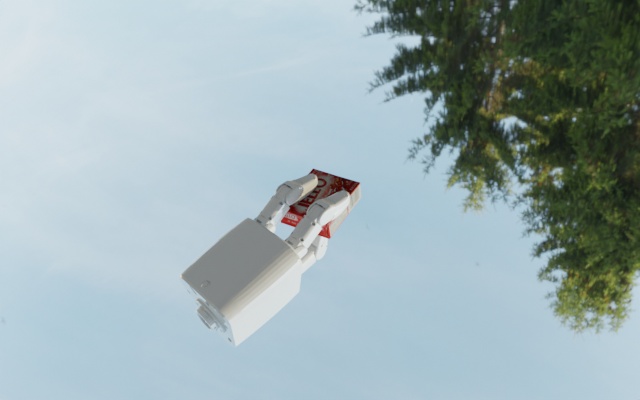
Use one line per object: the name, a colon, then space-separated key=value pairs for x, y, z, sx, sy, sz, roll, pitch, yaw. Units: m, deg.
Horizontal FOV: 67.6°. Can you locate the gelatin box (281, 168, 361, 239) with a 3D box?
gelatin box: x=0.000 y=0.002 z=0.612 sx=0.073 sy=0.030 sz=0.089 roll=18 pitch=48 yaw=26
